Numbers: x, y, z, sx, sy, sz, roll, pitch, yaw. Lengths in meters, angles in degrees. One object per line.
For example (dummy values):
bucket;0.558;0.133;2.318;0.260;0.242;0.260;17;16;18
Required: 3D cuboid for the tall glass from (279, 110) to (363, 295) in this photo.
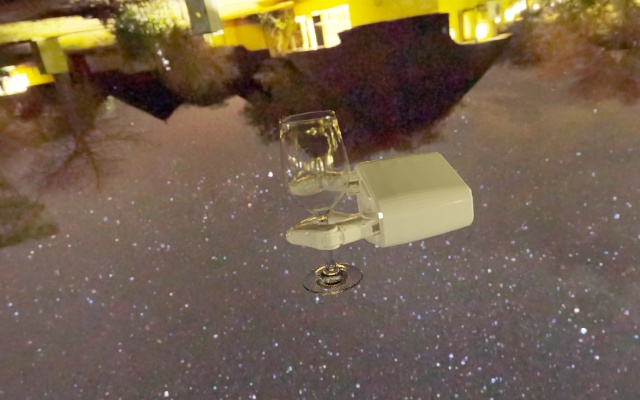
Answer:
tall glass;0.000;0.002;0.549;0.079;0.201;0.079;-8;19;3
